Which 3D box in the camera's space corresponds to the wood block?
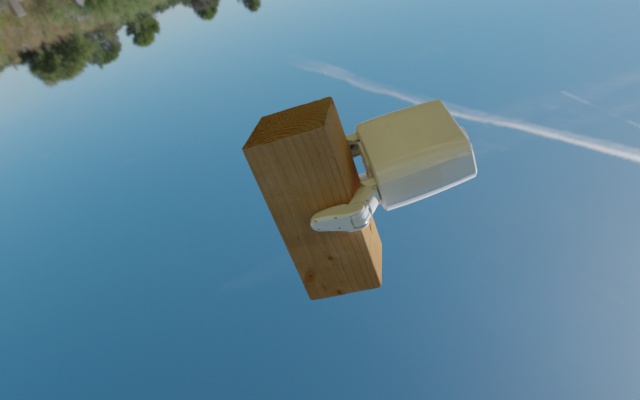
[{"bbox_3d":[0.000,0.002,0.546,0.090,0.206,0.090,-13,28,15],"label":"wood block"}]
